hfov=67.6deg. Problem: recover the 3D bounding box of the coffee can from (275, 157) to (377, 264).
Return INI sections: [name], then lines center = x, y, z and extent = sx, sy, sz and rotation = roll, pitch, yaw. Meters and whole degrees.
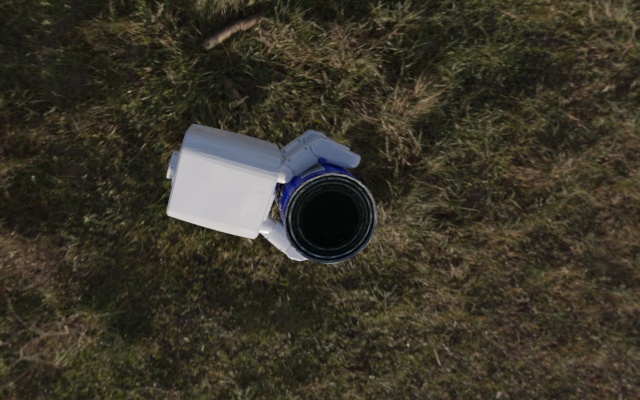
[coffee can]
center = 0.000, 0.002, 0.574
extent = 0.103, 0.103, 0.140
rotation = 0, 15, -10
